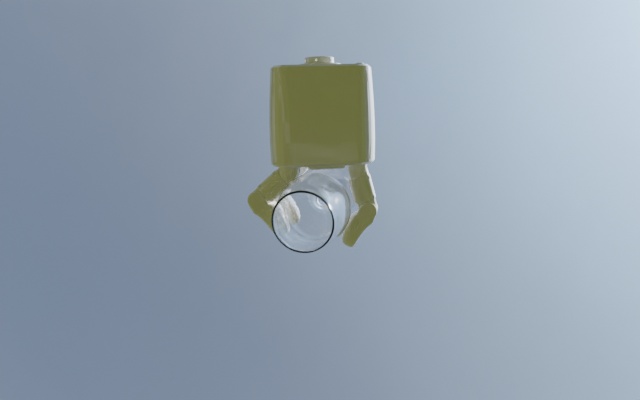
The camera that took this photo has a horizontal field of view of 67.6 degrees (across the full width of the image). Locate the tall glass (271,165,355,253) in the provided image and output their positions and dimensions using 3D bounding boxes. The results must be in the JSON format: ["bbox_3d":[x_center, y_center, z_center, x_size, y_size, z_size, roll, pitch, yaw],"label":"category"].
[{"bbox_3d":[0.000,0.002,0.549,0.079,0.079,0.201,0,11,10],"label":"tall glass"}]
